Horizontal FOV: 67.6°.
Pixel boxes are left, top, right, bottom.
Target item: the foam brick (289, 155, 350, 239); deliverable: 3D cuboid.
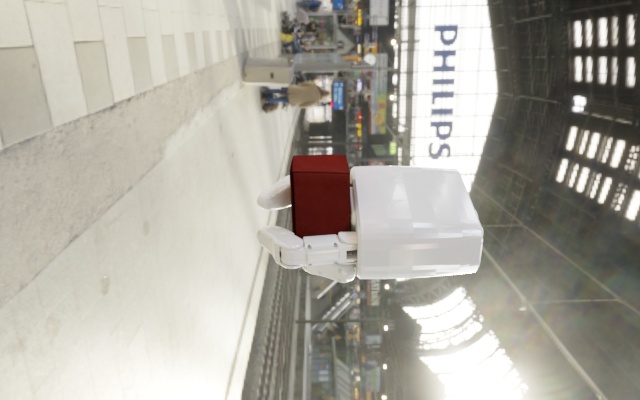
[{"bbox_3d":[0.000,0.001,0.434,0.051,0.078,0.053,-1,23,0],"label":"foam brick"}]
